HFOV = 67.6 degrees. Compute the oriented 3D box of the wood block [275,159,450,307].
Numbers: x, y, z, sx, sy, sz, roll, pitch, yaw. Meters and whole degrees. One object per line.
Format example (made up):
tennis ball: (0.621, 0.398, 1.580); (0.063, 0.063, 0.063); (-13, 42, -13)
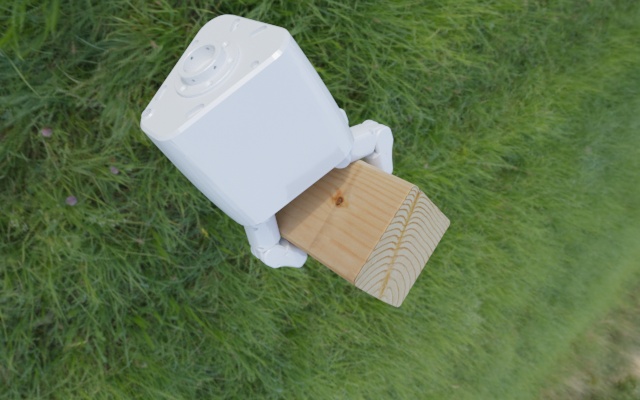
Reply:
wood block: (0.000, 0.002, 0.450); (0.206, 0.091, 0.090); (30, -3, 39)
